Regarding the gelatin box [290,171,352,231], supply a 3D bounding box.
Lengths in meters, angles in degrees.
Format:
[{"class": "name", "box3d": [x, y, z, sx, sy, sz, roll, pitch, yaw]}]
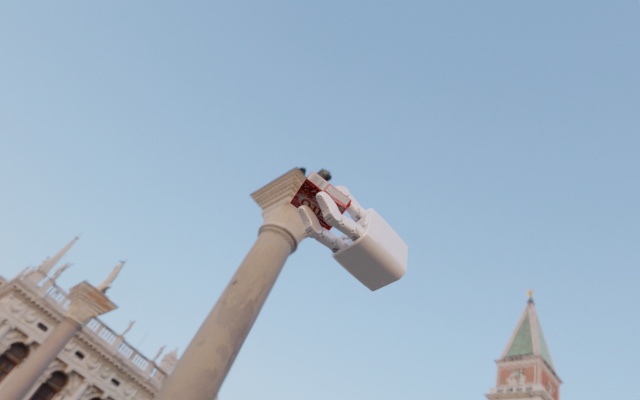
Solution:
[{"class": "gelatin box", "box3d": [0.000, 0.002, 0.842, 0.030, 0.089, 0.073, -52, -2, -46]}]
